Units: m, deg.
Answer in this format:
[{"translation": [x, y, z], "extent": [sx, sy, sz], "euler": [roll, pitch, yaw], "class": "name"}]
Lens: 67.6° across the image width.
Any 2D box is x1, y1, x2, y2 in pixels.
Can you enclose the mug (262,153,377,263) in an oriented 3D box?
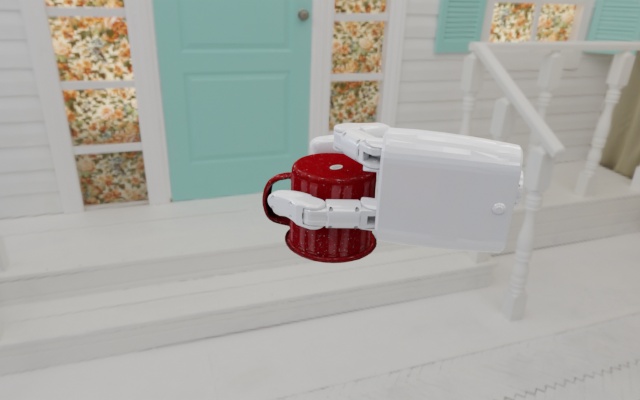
[{"translation": [-0.001, 0.001, 0.470], "extent": [0.117, 0.081, 0.093], "euler": [7, 24, 11], "class": "mug"}]
